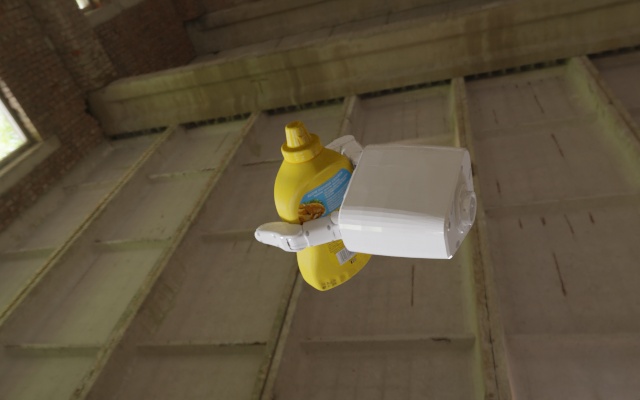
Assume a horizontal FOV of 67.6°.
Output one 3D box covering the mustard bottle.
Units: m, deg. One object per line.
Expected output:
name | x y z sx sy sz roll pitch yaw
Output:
mustard bottle | 0.000 0.002 0.523 0.096 0.192 0.058 -35 36 -24
